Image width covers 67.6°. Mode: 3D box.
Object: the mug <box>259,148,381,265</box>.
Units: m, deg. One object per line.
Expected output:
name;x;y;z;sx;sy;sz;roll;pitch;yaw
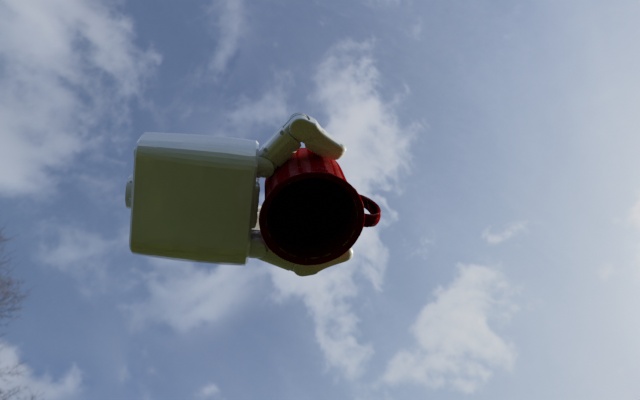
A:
mug;0.001;0.001;0.453;0.117;0.093;0.081;6;25;-11
